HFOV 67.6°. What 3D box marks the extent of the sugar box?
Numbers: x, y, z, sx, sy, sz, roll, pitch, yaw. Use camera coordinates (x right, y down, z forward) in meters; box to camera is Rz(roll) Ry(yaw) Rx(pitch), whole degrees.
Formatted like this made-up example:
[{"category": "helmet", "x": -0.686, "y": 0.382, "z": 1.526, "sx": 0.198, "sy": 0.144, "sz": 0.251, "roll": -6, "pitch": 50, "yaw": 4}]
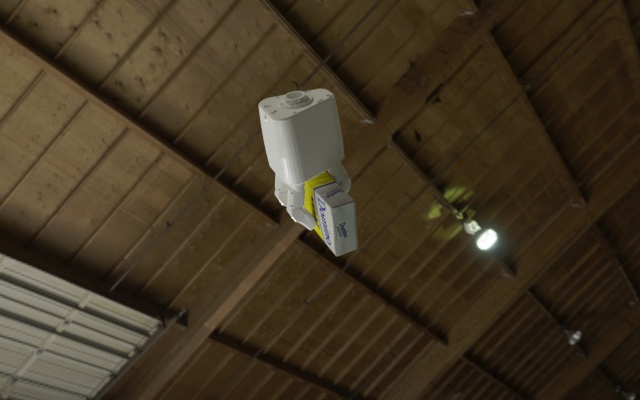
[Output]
[{"category": "sugar box", "x": 0.000, "y": 0.003, "z": 0.774, "sx": 0.048, "sy": 0.093, "sz": 0.176, "roll": -17, "pitch": 34, "yaw": -16}]
